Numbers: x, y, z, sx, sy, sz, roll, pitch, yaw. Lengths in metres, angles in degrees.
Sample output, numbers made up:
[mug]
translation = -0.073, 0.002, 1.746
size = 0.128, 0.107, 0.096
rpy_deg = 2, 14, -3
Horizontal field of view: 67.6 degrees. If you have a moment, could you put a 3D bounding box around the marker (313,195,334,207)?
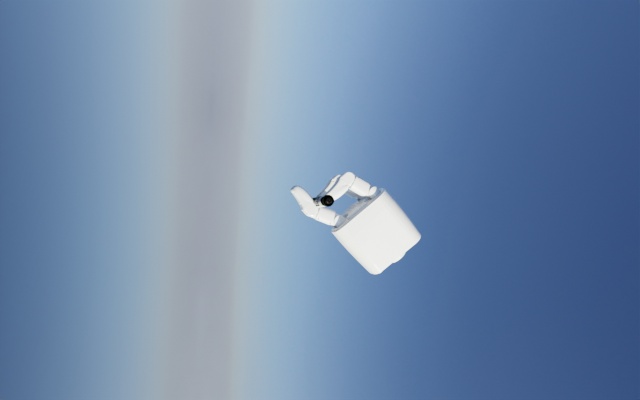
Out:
[marker]
translation = 0.000, 0.003, 0.784
size = 0.020, 0.020, 0.121
rpy_deg = 0, -2, -13
